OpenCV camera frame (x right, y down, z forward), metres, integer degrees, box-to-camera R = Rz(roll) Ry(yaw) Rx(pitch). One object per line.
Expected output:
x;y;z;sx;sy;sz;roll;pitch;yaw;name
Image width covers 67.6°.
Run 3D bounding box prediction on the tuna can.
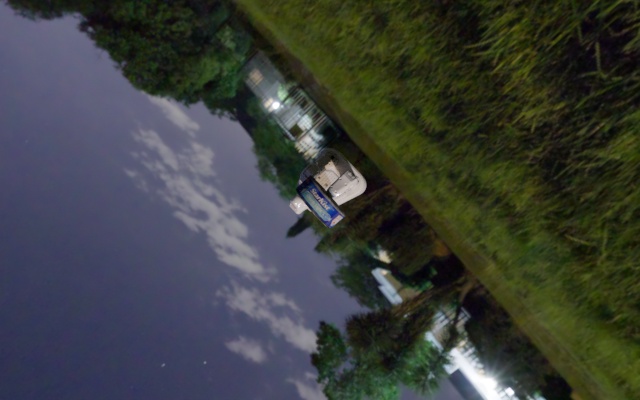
0.000;0.003;0.755;0.034;0.086;0.086;-41;-4;4;tuna can
